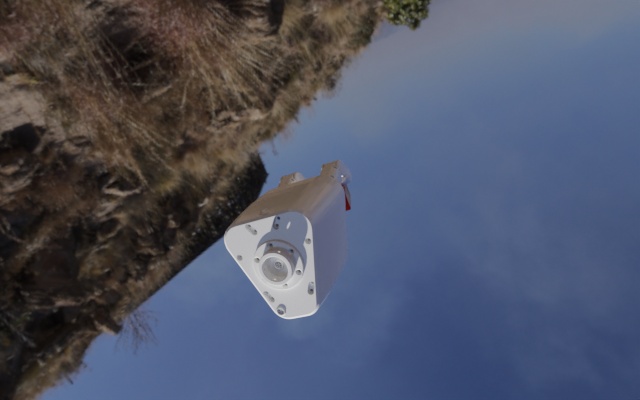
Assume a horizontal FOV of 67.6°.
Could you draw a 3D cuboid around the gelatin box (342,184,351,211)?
[{"bbox_3d":[0.000,0.002,0.605,0.073,0.030,0.089,-18,8,7],"label":"gelatin box"}]
